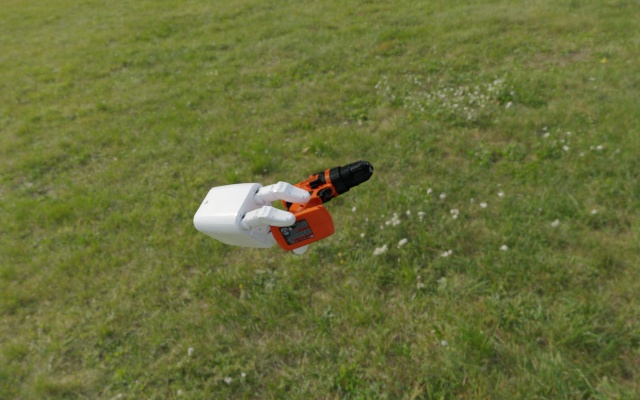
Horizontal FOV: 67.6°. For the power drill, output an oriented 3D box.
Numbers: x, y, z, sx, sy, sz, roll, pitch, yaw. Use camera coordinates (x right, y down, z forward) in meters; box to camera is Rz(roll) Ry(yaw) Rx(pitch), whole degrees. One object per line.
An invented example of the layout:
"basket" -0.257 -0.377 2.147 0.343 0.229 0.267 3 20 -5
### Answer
"power drill" 0.000 0.003 0.823 0.184 0.057 0.187 -23 18 21
